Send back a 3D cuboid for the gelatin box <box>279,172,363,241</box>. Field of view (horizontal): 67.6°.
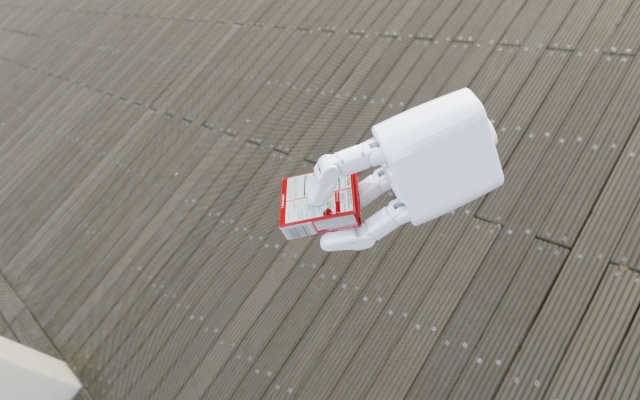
[{"bbox_3d":[0.000,0.002,0.537,0.089,0.073,0.030,-12,-42,12],"label":"gelatin box"}]
